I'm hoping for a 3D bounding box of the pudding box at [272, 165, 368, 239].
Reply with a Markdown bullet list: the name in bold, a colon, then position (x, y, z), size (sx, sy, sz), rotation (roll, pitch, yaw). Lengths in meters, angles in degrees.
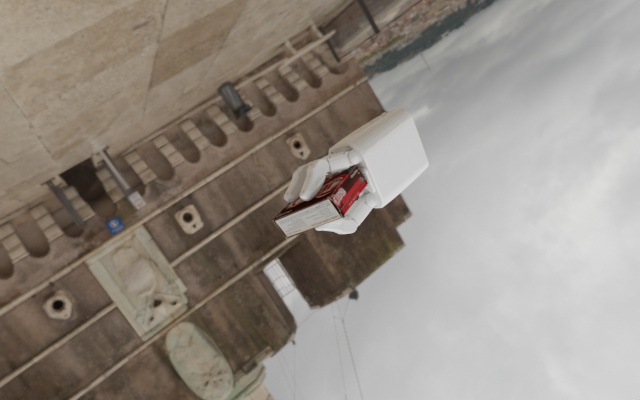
- **pudding box**: position (0.000, 0.002, 0.664), size (0.113, 0.039, 0.090), rotation (-25, 15, 40)
